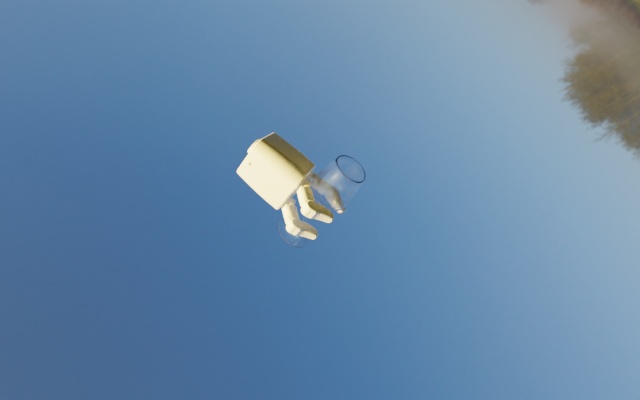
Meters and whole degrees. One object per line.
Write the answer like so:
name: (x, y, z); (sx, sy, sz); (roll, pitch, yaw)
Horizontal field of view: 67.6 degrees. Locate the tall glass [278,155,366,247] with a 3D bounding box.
tall glass: (0.000, 0.003, 0.886); (0.079, 0.079, 0.201); (0, -36, -42)
